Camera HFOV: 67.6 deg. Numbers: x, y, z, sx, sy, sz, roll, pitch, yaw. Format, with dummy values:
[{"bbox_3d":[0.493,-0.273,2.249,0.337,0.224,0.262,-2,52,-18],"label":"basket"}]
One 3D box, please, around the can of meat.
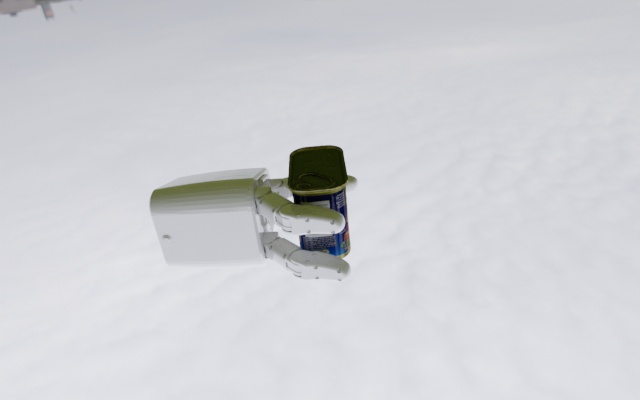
[{"bbox_3d":[0.000,0.002,0.494,0.057,0.084,0.102,-5,29,1],"label":"can of meat"}]
